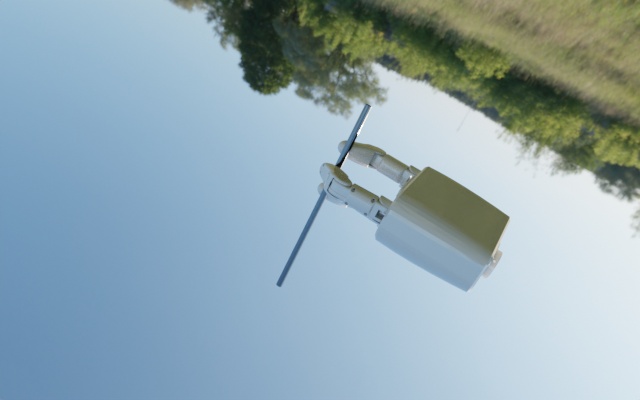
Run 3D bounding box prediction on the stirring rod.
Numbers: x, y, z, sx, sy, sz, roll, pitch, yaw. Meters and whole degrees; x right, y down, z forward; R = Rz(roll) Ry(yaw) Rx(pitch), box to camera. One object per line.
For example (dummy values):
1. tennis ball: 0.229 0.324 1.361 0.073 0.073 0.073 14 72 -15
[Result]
1. stirring rod: 0.000 0.002 0.539 0.011 0.240 0.011 23 20 -9
